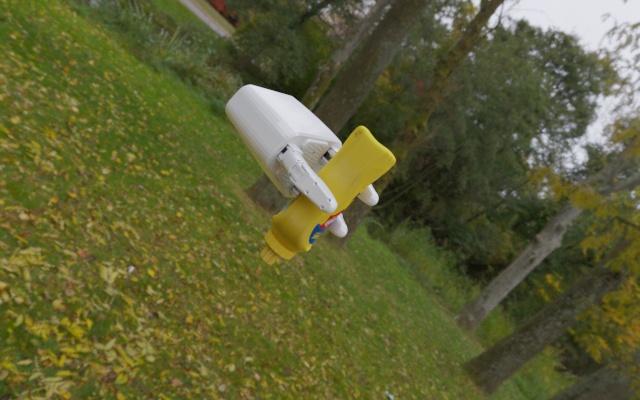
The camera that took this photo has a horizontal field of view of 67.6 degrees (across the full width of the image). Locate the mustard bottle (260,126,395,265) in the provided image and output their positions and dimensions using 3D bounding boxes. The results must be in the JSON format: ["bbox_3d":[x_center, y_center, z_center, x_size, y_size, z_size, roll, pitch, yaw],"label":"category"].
[{"bbox_3d":[0.000,0.002,0.549,0.191,0.058,0.096,-45,-3,9],"label":"mustard bottle"}]
